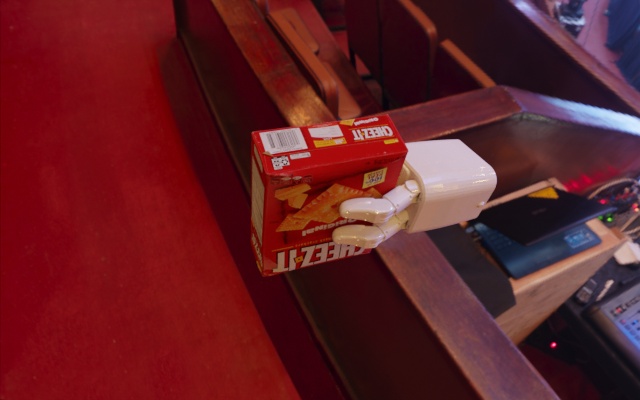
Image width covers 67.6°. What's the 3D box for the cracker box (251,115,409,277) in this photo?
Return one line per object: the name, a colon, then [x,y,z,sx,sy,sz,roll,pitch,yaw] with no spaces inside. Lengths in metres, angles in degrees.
cracker box: [0.000,0.002,0.596,0.164,0.072,0.214,-10,-36,-16]
